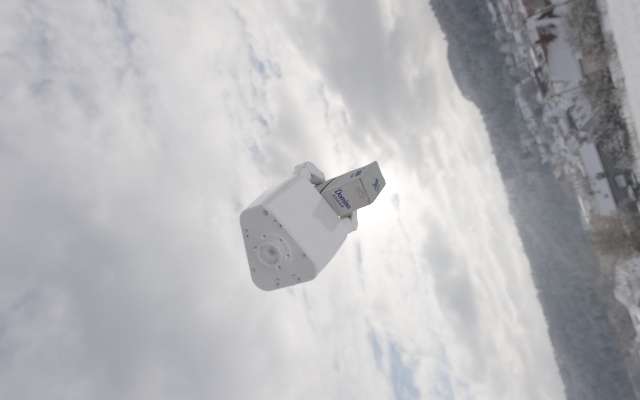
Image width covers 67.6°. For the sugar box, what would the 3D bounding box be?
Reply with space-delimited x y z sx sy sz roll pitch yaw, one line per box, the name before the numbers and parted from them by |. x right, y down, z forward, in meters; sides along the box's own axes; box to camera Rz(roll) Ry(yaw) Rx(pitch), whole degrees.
sugar box | 0.000 0.003 0.682 0.176 0.048 0.093 -18 12 26
